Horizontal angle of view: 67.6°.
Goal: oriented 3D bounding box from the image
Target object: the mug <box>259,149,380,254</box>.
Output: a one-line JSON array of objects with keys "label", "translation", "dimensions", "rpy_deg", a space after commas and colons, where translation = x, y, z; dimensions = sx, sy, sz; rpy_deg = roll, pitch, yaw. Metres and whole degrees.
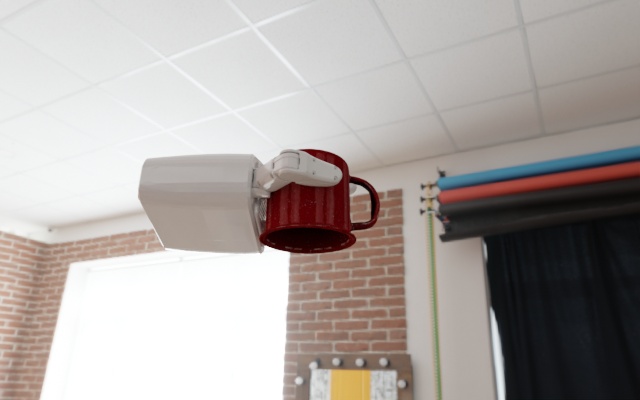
[{"label": "mug", "translation": [0.002, 0.001, 0.471], "dimensions": [0.117, 0.081, 0.093], "rpy_deg": [0, -21, 1]}]
